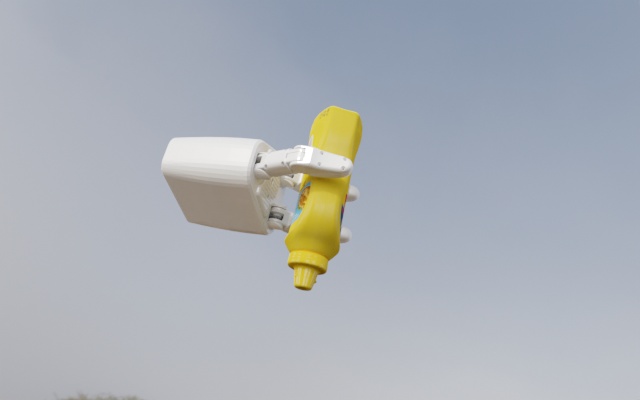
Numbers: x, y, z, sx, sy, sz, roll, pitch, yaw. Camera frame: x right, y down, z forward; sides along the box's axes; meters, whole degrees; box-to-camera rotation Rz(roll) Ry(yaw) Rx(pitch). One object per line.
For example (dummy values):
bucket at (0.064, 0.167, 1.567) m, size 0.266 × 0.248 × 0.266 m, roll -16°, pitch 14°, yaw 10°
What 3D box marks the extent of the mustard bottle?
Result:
mustard bottle at (0.000, 0.002, 0.512) m, size 0.058 × 0.191 × 0.096 m, roll 16°, pitch -24°, yaw -7°
